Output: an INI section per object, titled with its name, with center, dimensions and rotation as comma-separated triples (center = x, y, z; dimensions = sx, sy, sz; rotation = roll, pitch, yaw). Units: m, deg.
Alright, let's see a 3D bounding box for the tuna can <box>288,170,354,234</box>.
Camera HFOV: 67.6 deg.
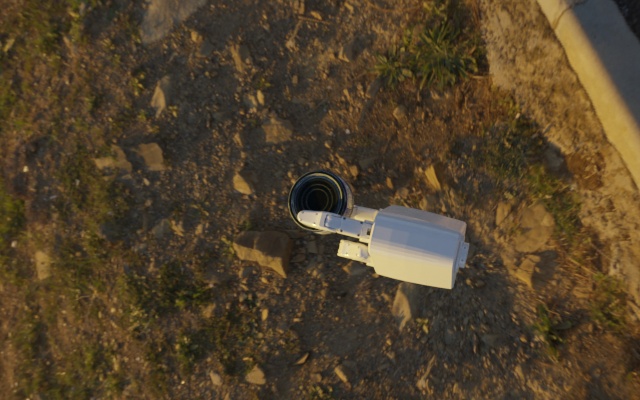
[tuna can]
center = 0.000, 0.002, 0.650
dimensions = 0.086, 0.086, 0.034
rotation = 0, -8, 21
